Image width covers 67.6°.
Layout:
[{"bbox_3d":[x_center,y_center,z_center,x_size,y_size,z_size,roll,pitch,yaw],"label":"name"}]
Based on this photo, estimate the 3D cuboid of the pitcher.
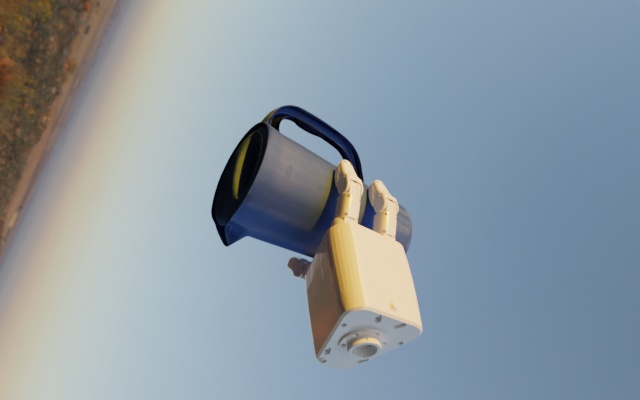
[{"bbox_3d":[0.000,0.002,0.607,0.243,0.149,0.145,25,32,-27],"label":"pitcher"}]
